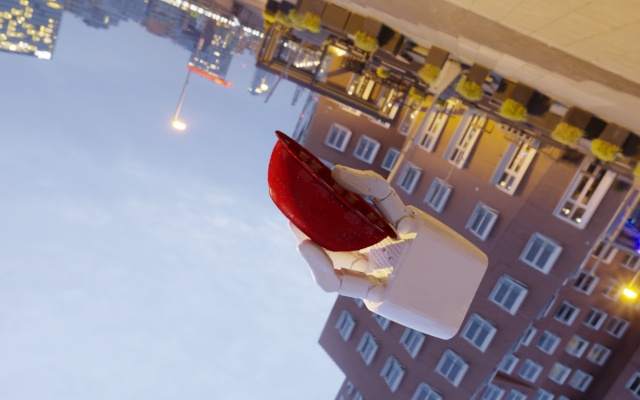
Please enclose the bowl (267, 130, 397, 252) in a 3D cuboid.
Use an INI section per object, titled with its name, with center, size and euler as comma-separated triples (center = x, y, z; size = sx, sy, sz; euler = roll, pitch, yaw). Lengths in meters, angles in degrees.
[bowl]
center = -0.001, 0.001, 0.483
size = 0.162, 0.055, 0.162
euler = 41, 7, -6
